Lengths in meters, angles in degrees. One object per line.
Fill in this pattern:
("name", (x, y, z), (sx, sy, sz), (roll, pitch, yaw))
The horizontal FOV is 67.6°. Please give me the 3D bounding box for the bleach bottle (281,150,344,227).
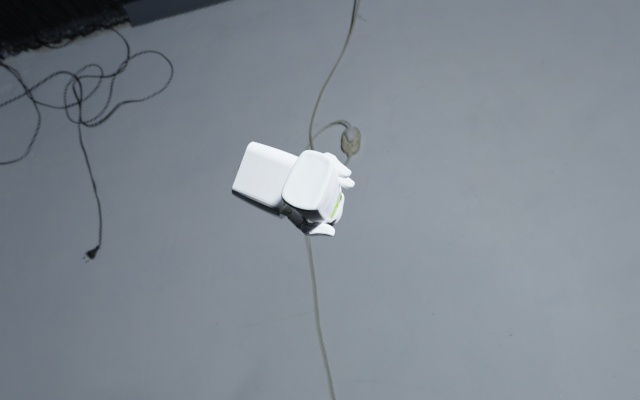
("bleach bottle", (0.000, 0.003, 0.859), (0.068, 0.102, 0.251), (21, -13, 15))
